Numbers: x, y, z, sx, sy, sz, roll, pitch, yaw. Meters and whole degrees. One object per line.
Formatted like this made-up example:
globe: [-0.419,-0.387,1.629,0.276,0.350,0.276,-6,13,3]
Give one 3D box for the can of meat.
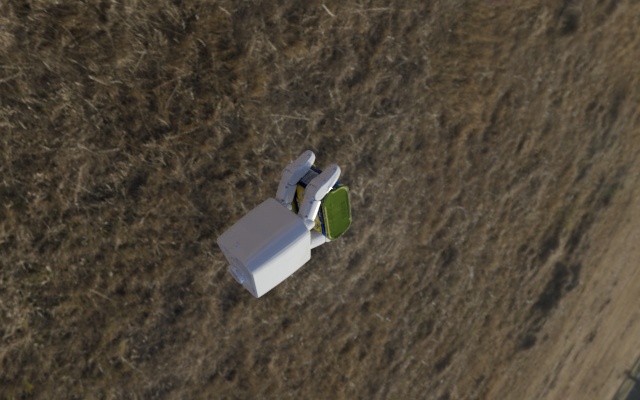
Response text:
can of meat: [0.000,0.003,0.747,0.057,0.102,0.084,-33,46,-26]
